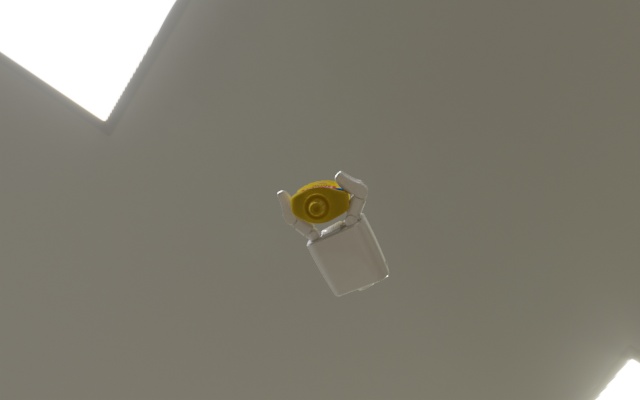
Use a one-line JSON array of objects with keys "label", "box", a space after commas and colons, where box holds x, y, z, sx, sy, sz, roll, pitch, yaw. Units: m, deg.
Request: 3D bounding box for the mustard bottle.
[{"label": "mustard bottle", "box": [0.000, 0.002, 0.799, 0.096, 0.058, 0.191, -2, 7, 4]}]
